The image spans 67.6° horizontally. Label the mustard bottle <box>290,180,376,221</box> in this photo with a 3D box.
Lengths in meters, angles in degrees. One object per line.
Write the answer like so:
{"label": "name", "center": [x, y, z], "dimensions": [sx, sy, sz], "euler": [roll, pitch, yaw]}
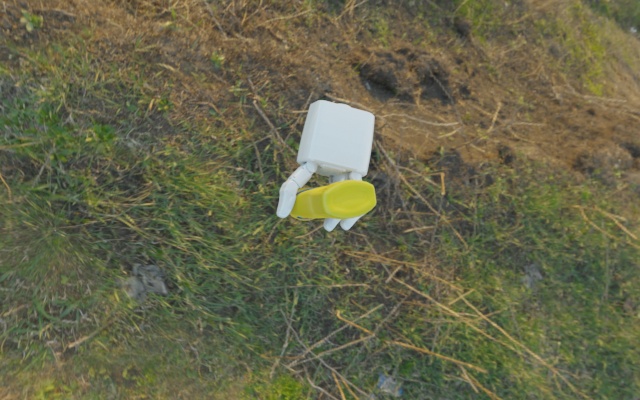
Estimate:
{"label": "mustard bottle", "center": [0.000, 0.003, 0.786], "dimensions": [0.096, 0.058, 0.191], "euler": [-12, 3, -29]}
